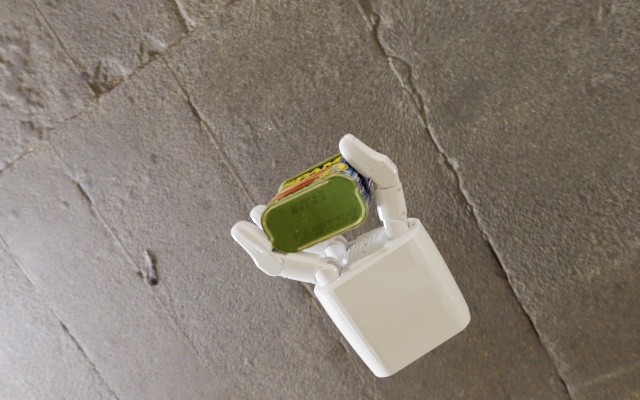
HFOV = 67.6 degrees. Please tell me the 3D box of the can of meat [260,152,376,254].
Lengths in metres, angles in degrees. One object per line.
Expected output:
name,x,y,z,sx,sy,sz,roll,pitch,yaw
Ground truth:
can of meat,0.000,0.001,0.453,0.102,0.057,0.084,-26,12,17
